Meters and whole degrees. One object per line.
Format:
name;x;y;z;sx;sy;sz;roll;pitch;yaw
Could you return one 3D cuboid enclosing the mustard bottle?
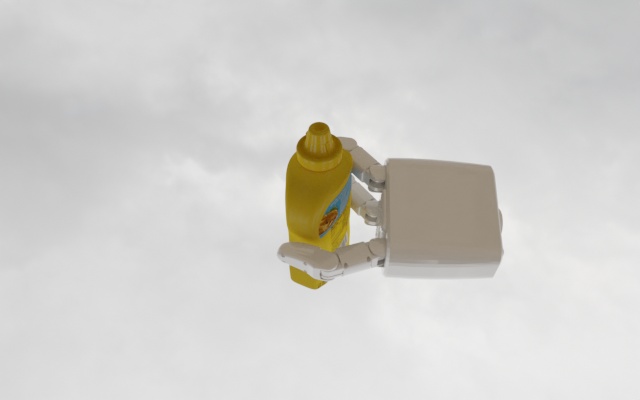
mustard bottle;0.000;0.002;0.475;0.058;0.096;0.192;21;-38;17
